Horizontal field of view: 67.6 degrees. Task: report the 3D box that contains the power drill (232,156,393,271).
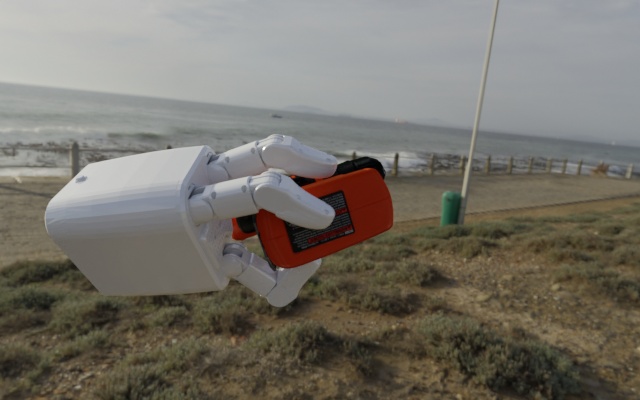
[{"bbox_3d":[0.000,0.002,0.449,0.184,0.057,0.187,-21,8,-10],"label":"power drill"}]
